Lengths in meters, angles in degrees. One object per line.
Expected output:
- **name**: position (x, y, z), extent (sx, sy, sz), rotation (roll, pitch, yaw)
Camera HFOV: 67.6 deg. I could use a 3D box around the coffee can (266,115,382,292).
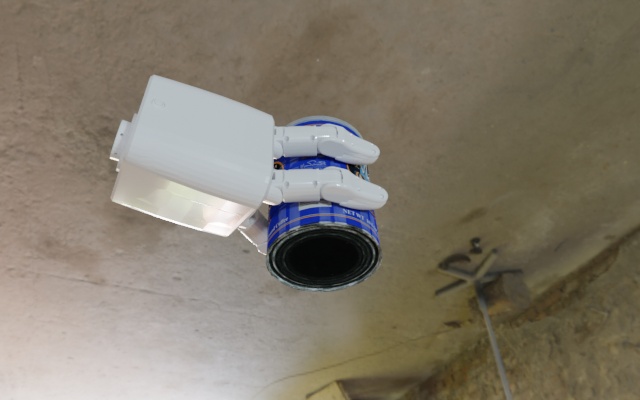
- **coffee can**: position (0.000, 0.001, 0.463), extent (0.103, 0.140, 0.103), rotation (-2, -42, -2)
